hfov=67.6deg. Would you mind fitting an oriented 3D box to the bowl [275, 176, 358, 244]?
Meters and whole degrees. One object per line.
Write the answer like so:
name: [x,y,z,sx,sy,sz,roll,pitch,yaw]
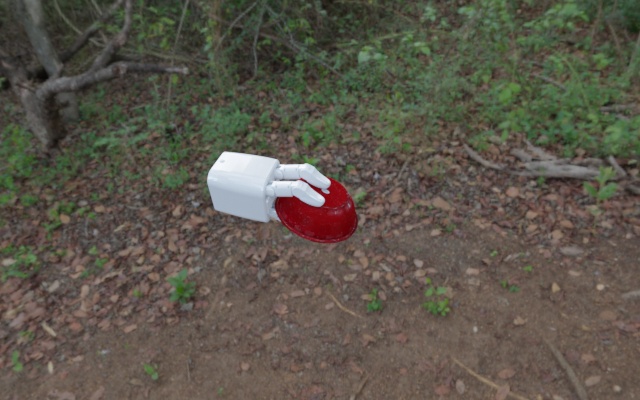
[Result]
bowl: [0.002,0.003,0.879,0.162,0.055,0.162,12,39,-10]
